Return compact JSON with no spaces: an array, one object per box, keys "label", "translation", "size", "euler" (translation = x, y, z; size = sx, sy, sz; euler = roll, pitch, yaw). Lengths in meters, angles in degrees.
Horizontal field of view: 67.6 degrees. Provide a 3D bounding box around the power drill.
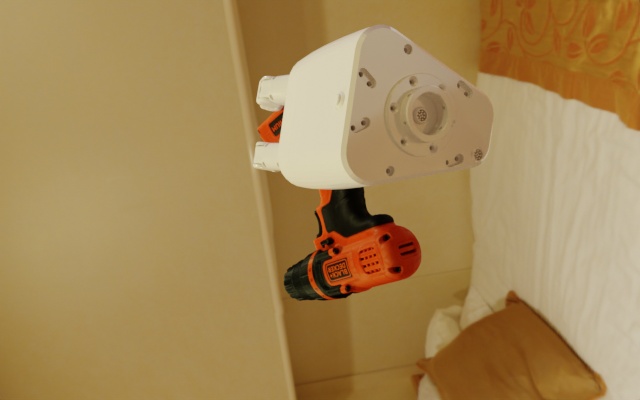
[{"label":"power drill","translation":[0.000,0.001,0.459],"size":[0.057,0.187,0.184],"euler":[-13,-9,-39]}]
